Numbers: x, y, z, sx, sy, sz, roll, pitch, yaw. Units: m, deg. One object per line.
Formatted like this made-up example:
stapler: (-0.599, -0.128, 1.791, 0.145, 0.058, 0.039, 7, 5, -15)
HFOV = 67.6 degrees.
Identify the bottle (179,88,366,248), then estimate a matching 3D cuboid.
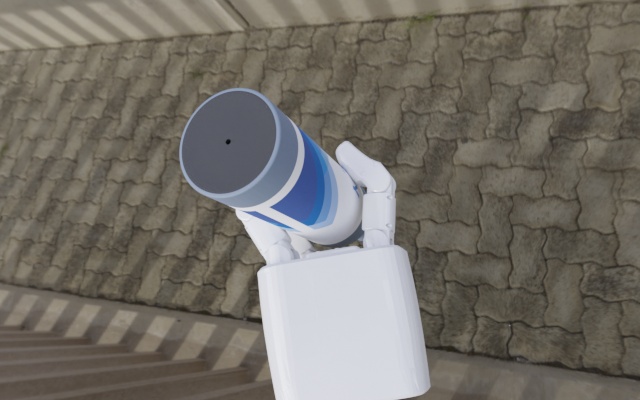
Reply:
bottle: (0.000, 0.001, 0.402, 0.069, 0.069, 0.296, 0, -14, 22)
